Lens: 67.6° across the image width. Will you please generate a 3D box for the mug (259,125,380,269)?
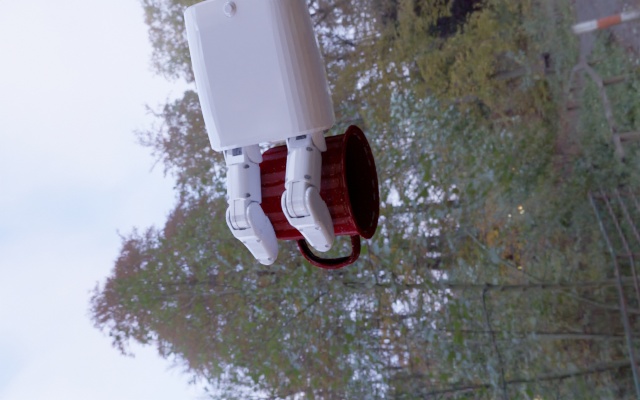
[{"bbox_3d":[0.000,0.003,0.403,0.081,0.117,0.093,-7,12,22],"label":"mug"}]
